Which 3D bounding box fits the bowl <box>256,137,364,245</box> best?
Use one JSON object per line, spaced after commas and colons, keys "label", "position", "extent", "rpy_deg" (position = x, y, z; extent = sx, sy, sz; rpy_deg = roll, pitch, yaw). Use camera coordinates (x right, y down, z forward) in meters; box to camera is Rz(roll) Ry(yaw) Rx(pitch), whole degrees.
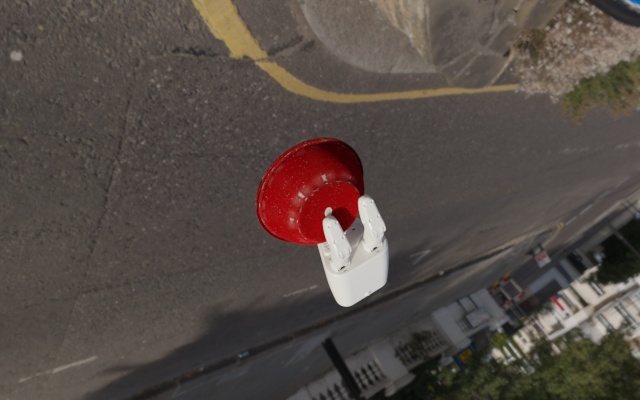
{"label": "bowl", "position": [0.000, 0.001, 0.622], "extent": [0.162, 0.162, 0.055], "rpy_deg": [0, 30, -32]}
